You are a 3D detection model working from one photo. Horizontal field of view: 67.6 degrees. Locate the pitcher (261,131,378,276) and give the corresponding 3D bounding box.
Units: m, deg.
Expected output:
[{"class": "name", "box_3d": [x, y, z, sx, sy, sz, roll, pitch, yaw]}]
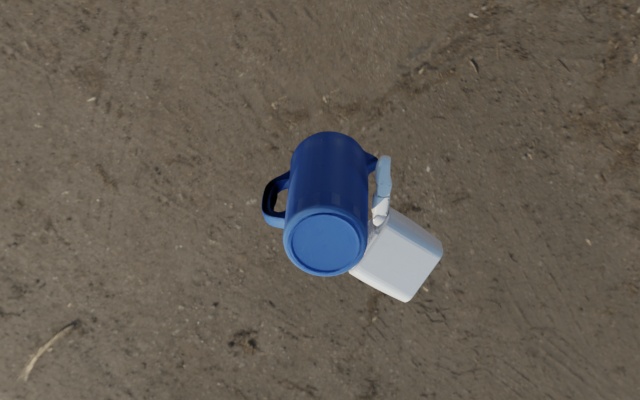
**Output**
[{"class": "pitcher", "box_3d": [0.000, 0.002, 0.703, 0.145, 0.149, 0.242, 30, 25, -12]}]
